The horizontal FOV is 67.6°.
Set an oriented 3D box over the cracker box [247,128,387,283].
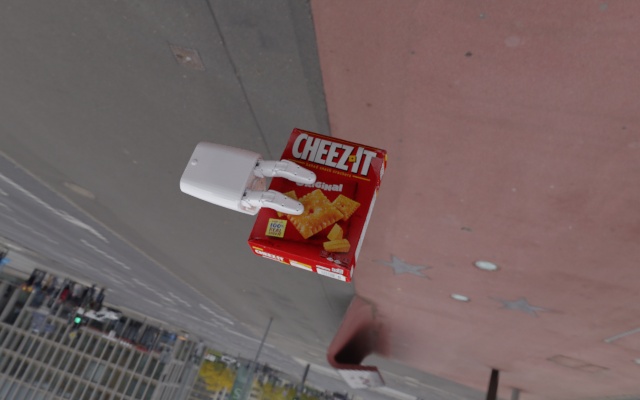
[{"bbox_3d":[0.000,0.003,0.764,0.164,0.213,0.072,16,-22,10],"label":"cracker box"}]
